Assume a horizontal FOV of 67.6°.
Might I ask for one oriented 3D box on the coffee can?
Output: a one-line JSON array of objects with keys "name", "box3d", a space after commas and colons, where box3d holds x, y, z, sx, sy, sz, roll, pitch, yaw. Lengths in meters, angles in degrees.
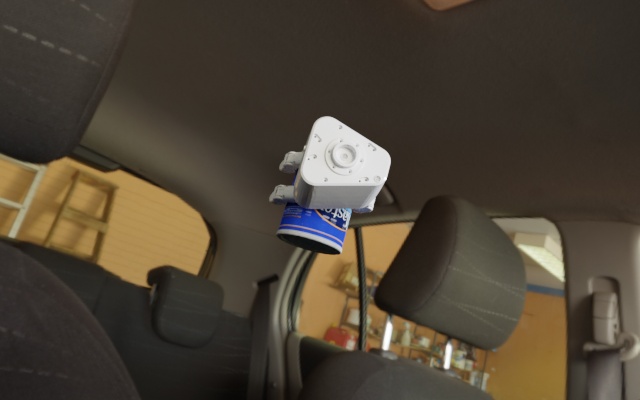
[{"name": "coffee can", "box3d": [0.000, 0.003, 0.740, 0.103, 0.140, 0.103, 15, -16, 4]}]
